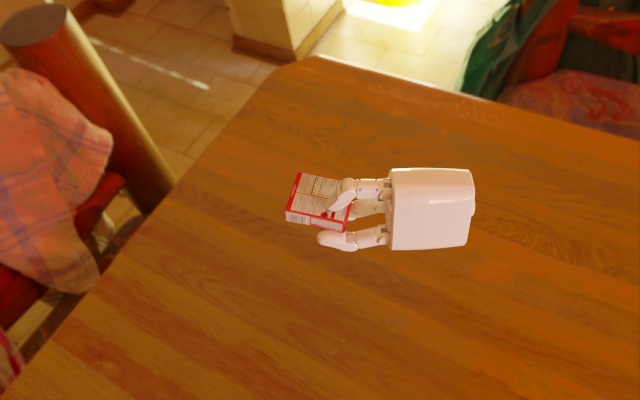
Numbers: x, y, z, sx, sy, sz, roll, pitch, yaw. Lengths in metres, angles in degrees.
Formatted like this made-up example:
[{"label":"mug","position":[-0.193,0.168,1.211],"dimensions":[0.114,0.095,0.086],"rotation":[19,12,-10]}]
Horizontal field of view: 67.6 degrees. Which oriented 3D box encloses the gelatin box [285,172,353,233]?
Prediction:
[{"label":"gelatin box","position":[0.000,0.002,0.686],"dimensions":[0.089,0.073,0.030],"rotation":[12,-34,6]}]
